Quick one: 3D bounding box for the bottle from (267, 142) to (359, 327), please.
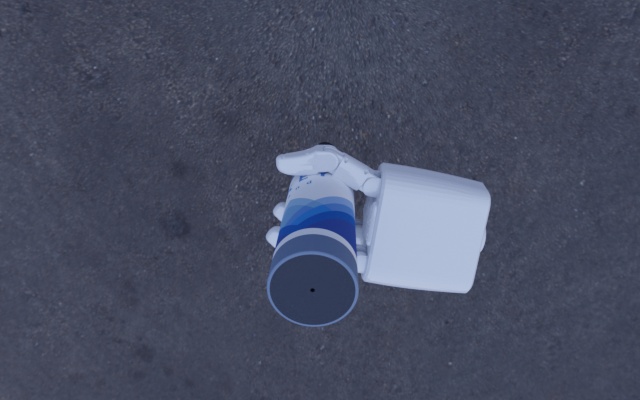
[{"bbox_3d":[0.000,0.002,0.474,0.069,0.069,0.295,0,26,3],"label":"bottle"}]
